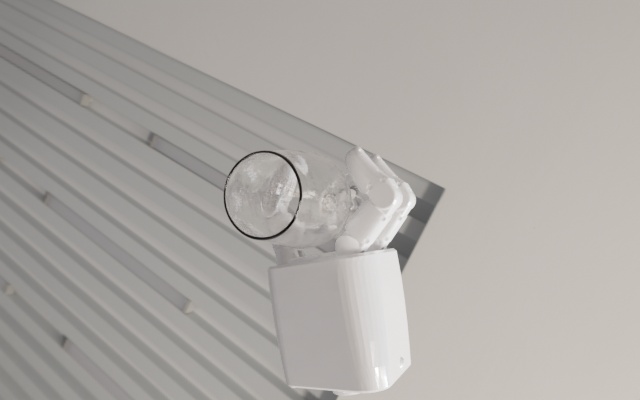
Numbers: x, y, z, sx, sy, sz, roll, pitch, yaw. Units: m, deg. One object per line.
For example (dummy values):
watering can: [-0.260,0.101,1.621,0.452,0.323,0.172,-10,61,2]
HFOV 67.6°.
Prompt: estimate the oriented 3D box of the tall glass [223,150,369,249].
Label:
tall glass: [0.000,0.001,0.414,0.079,0.079,0.201,0,-3,24]
